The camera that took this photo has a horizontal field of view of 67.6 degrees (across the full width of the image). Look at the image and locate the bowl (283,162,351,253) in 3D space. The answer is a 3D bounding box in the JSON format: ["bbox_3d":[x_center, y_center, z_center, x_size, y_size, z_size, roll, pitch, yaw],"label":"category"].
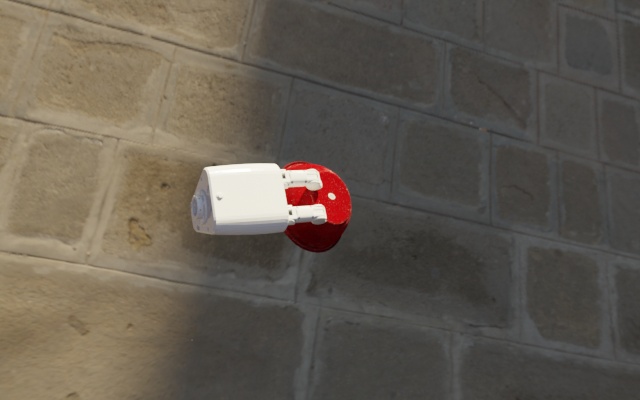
[{"bbox_3d":[0.001,0.002,0.795,0.162,0.162,0.055,0,-17,-44],"label":"bowl"}]
